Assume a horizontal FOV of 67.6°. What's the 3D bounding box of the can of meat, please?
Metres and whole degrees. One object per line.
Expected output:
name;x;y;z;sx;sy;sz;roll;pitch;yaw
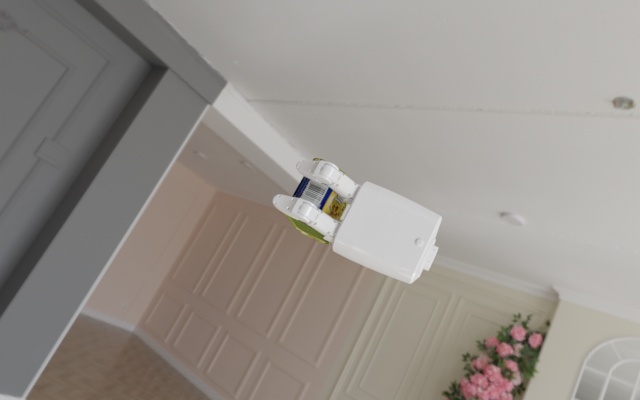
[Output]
can of meat;0.000;0.002;0.650;0.057;0.084;0.102;24;-15;20
